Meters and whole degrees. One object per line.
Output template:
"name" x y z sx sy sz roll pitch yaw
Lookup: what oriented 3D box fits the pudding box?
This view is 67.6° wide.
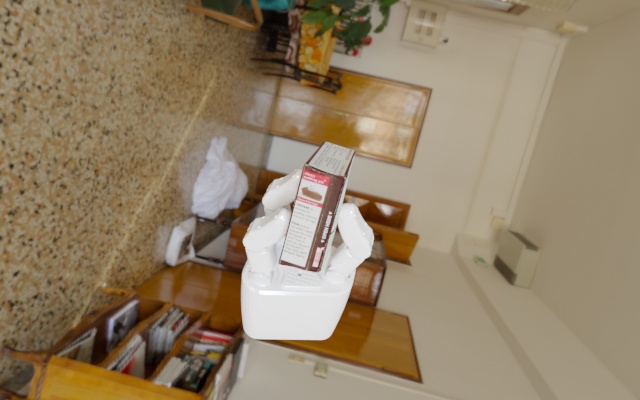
"pudding box" 0.000 0.002 0.430 0.039 0.090 0.113 15 18 2
